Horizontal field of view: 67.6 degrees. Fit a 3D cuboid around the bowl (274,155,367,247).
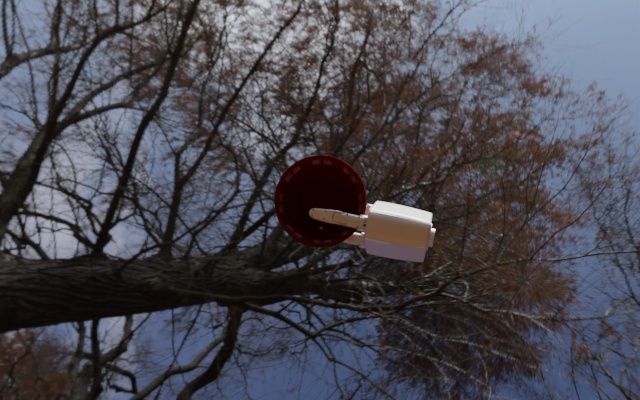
[{"bbox_3d":[-0.001,0.002,0.857,0.162,0.162,0.055,0,-4,0],"label":"bowl"}]
